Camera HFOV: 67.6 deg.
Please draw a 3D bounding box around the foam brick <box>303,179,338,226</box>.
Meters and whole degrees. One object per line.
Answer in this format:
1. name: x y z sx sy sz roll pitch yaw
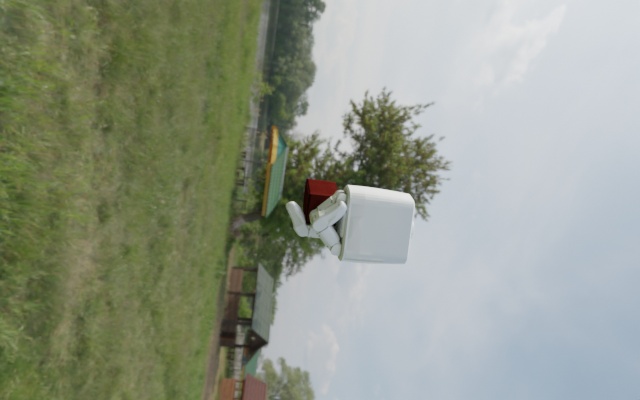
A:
1. foam brick: 0.000 0.002 0.790 0.051 0.053 0.078 5 21 -7
